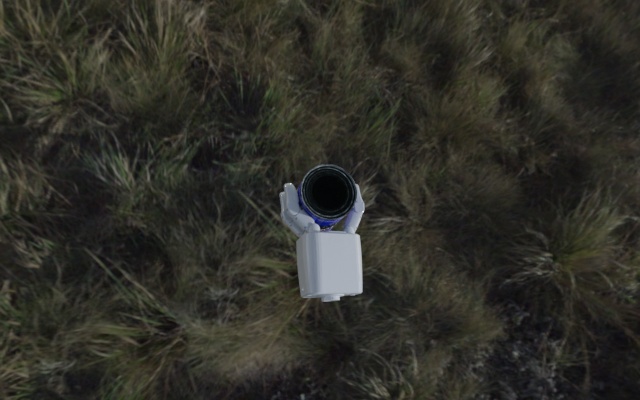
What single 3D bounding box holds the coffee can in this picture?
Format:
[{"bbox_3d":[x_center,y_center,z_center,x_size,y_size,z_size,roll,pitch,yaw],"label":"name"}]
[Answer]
[{"bbox_3d":[0.000,0.003,0.898,0.103,0.102,0.140,0,-15,-13],"label":"coffee can"}]
